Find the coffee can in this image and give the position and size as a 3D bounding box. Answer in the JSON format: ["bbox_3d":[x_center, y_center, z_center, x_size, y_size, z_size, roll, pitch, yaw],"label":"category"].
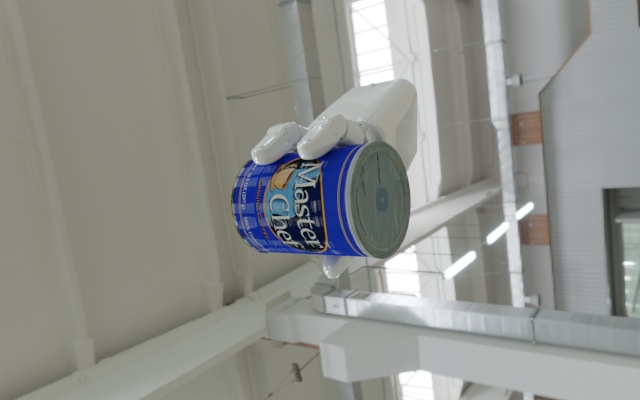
[{"bbox_3d":[0.000,0.002,0.456,0.140,0.103,0.103,-2,-1,37],"label":"coffee can"}]
